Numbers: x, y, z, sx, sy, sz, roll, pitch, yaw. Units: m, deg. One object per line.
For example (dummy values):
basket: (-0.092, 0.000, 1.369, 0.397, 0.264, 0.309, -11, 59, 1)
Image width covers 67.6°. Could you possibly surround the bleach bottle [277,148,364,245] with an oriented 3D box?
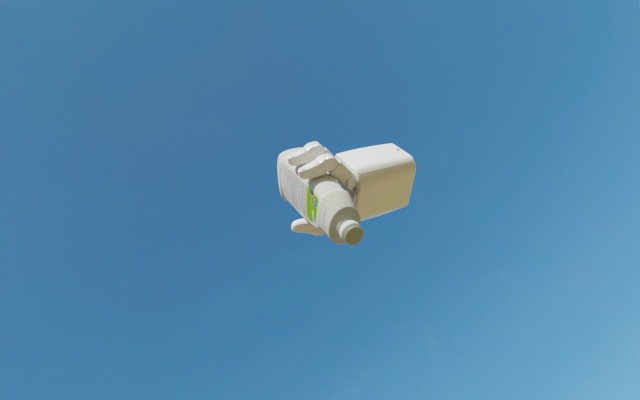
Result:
bleach bottle: (0.000, 0.002, 0.751, 0.068, 0.103, 0.250, -15, 30, -17)
